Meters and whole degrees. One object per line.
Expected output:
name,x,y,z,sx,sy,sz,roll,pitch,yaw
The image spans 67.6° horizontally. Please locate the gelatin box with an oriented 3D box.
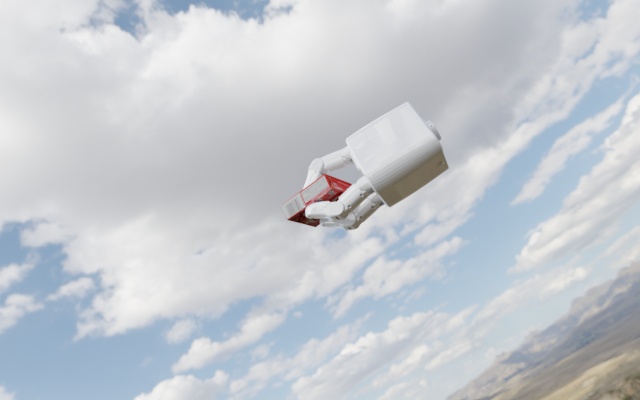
gelatin box,0.000,0.002,0.702,0.089,0.030,0.073,-35,-28,23
